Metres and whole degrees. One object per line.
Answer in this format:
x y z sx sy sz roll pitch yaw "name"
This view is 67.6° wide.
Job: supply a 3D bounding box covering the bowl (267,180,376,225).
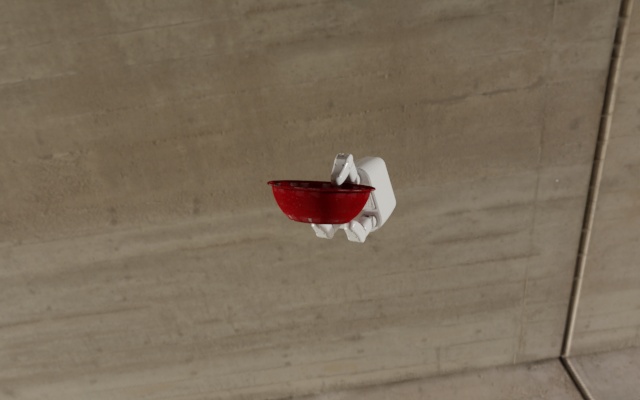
-0.001 0.003 0.711 0.162 0.055 0.162 3 5 0 "bowl"
